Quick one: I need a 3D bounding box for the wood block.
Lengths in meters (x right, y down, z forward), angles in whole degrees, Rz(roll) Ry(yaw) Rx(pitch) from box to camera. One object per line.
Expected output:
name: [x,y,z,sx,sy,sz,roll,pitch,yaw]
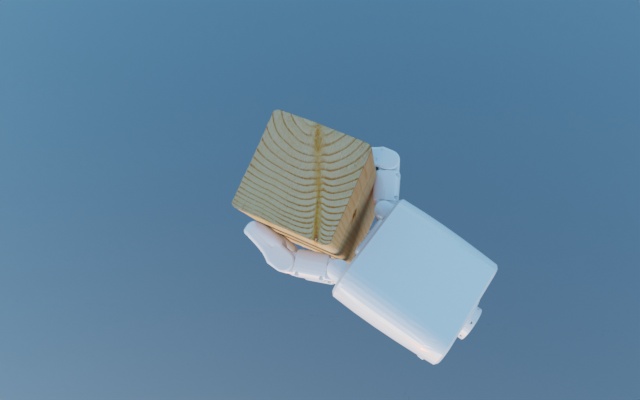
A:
wood block: [0.001,0.001,0.477,0.090,0.091,0.206,22,-8,13]
